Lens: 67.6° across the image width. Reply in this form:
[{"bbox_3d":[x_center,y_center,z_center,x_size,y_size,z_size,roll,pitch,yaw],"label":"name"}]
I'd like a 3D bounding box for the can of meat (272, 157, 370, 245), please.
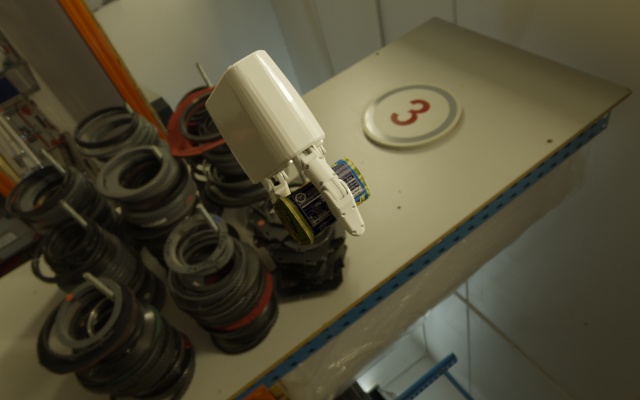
[{"bbox_3d":[0.000,0.002,0.526,0.084,0.057,0.102,-35,1,-13],"label":"can of meat"}]
